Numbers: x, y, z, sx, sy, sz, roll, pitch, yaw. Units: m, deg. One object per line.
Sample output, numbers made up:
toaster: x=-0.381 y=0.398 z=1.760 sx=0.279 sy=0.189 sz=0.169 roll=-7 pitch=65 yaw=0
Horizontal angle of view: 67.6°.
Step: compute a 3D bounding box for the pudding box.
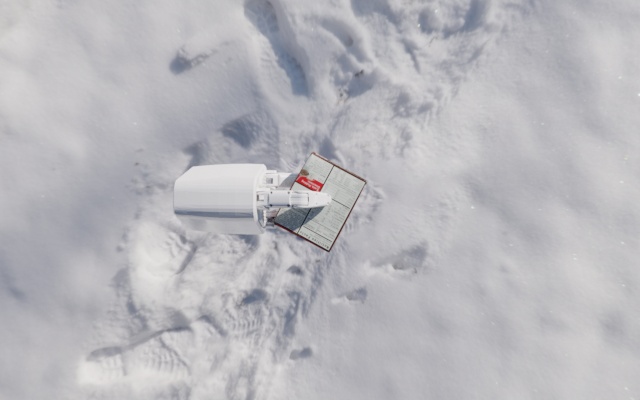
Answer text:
pudding box: x=0.000 y=0.002 z=0.656 sx=0.090 sy=0.113 sz=0.039 roll=29 pitch=1 yaw=1
